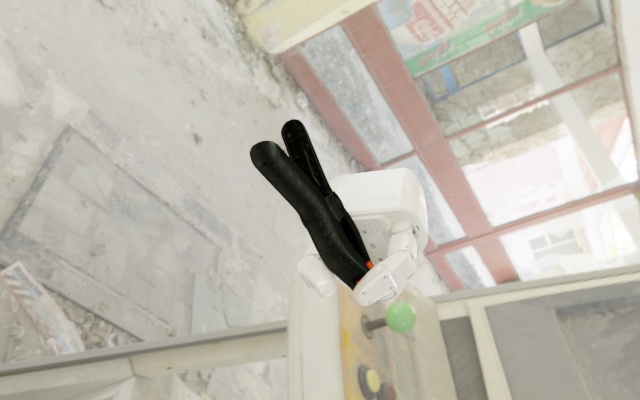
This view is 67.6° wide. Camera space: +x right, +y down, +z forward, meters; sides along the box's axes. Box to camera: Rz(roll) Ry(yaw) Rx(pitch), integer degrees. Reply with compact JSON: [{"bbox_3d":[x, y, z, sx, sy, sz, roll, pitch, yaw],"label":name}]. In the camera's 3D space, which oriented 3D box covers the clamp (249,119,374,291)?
[{"bbox_3d":[0.001,0.001,0.437,0.039,0.171,0.120,-22,22,22],"label":"clamp"}]
